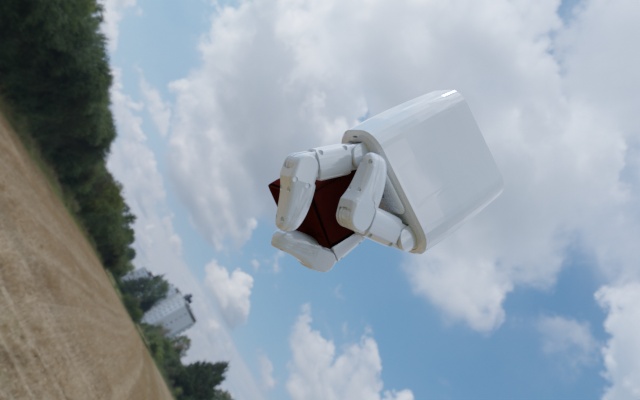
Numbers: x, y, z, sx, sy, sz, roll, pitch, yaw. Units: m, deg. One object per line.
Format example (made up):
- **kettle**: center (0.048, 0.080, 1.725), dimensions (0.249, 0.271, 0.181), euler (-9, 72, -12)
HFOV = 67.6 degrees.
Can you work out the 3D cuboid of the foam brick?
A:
- **foam brick**: center (0.000, 0.001, 0.419), dimensions (0.051, 0.053, 0.078), euler (-31, 23, -23)
